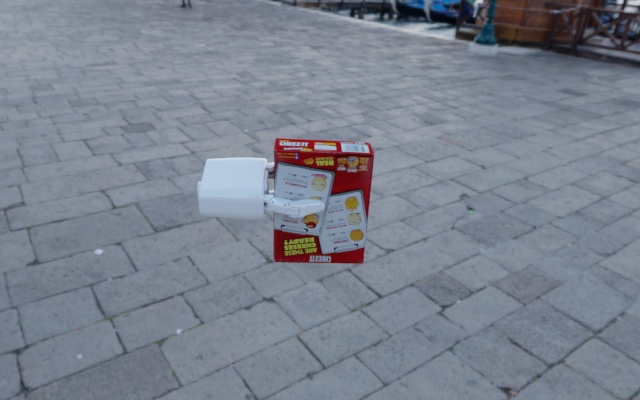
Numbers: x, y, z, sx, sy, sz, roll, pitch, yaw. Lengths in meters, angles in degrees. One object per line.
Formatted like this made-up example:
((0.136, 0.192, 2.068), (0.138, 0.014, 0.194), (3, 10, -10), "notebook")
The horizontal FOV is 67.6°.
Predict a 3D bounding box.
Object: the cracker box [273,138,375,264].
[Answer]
((0.000, 0.003, 0.833), (0.164, 0.214, 0.072), (1, 27, -3), "cracker box")
